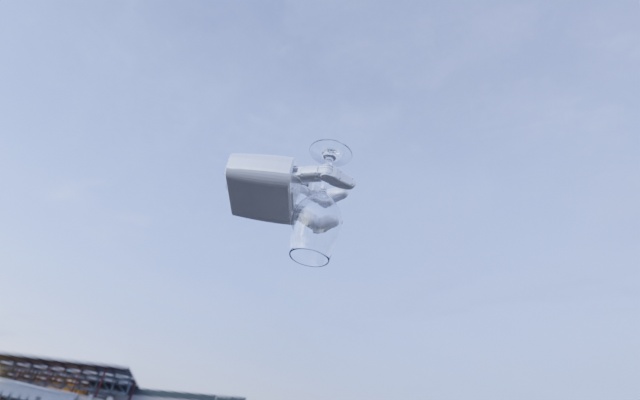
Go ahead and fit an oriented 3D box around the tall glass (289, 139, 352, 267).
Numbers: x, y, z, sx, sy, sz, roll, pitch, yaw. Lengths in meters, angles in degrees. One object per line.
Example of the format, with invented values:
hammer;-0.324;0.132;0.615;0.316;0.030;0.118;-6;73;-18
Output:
tall glass;0.000;0.002;0.761;0.079;0.201;0.079;8;-31;5
